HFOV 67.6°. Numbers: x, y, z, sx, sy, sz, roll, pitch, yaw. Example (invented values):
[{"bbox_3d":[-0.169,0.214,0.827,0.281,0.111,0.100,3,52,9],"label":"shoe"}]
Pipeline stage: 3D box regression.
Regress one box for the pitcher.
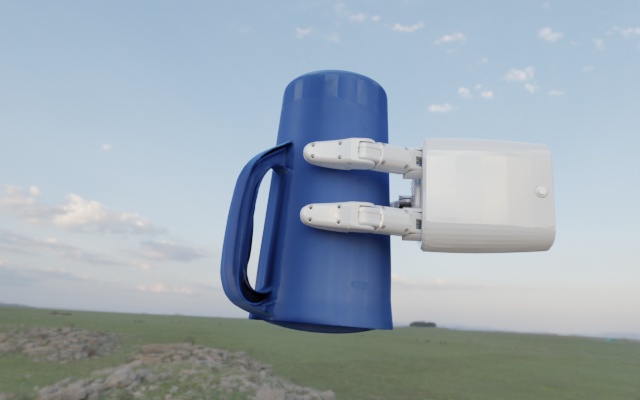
[{"bbox_3d":[0.000,0.002,0.459,0.145,0.242,0.149,2,-14,6],"label":"pitcher"}]
